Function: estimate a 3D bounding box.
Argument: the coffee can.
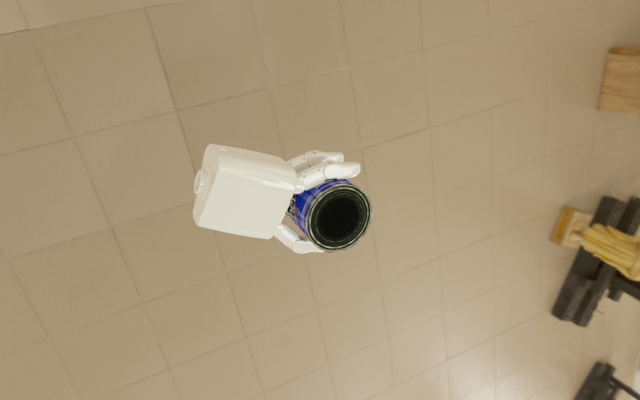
[{"bbox_3d":[0.000,0.002,0.717,0.103,0.103,0.140,0,20,-25],"label":"coffee can"}]
